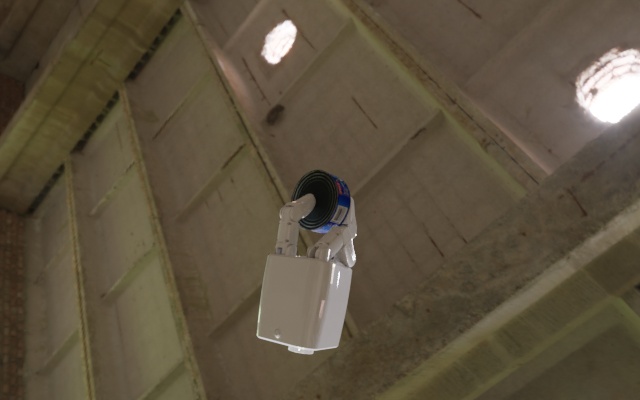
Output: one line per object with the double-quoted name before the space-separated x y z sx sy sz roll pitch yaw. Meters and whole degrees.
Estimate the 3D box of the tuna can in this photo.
"tuna can" 0.000 0.002 0.671 0.086 0.086 0.034 0 -11 41
